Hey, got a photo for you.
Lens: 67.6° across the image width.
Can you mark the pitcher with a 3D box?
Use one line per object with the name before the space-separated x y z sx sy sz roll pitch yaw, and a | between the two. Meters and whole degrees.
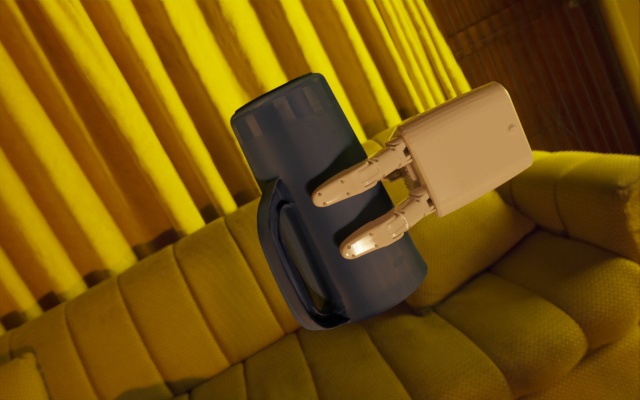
pitcher | 0.000 0.002 0.496 0.145 0.243 0.149 -27 10 -1
